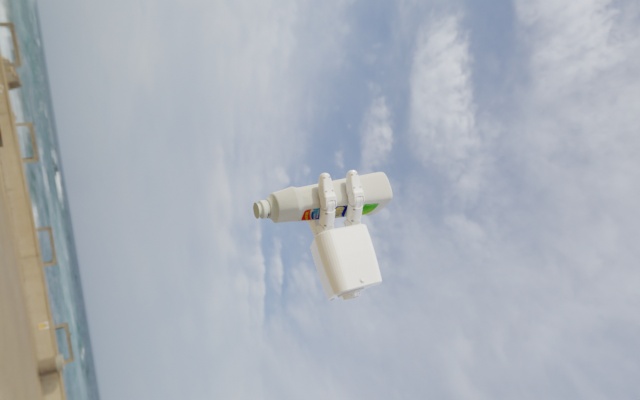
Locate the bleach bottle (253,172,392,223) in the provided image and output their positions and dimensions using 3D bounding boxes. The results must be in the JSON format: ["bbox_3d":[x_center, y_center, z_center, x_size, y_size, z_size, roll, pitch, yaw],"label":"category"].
[{"bbox_3d":[0.000,0.003,0.852,0.251,0.068,0.103,-9,-18,-28],"label":"bleach bottle"}]
